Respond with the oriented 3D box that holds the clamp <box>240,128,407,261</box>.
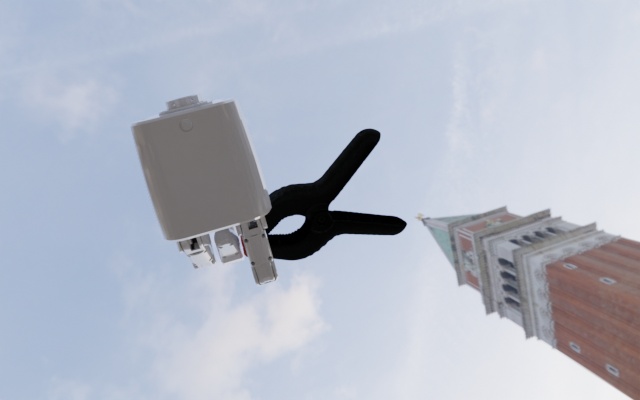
[{"bbox_3d":[0.000,0.001,0.470,0.171,0.120,0.039,-17,21,-11],"label":"clamp"}]
